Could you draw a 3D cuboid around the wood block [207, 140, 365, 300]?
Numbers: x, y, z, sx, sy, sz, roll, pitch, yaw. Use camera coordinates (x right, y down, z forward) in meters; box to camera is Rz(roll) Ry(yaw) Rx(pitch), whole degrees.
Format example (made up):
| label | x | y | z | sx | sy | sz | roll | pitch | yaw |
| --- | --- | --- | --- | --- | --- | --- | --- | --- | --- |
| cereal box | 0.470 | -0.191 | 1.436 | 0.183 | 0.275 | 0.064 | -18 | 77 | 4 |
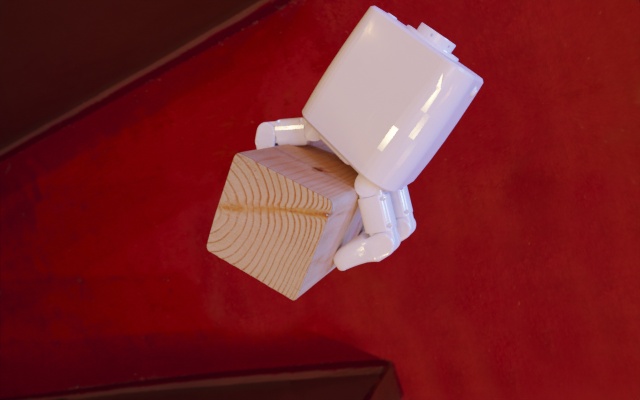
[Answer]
| label | x | y | z | sx | sy | sz | roll | pitch | yaw |
| --- | --- | --- | --- | --- | --- | --- | --- | --- | --- |
| wood block | 0.000 | 0.001 | 0.454 | 0.091 | 0.090 | 0.206 | 27 | 21 | 18 |
